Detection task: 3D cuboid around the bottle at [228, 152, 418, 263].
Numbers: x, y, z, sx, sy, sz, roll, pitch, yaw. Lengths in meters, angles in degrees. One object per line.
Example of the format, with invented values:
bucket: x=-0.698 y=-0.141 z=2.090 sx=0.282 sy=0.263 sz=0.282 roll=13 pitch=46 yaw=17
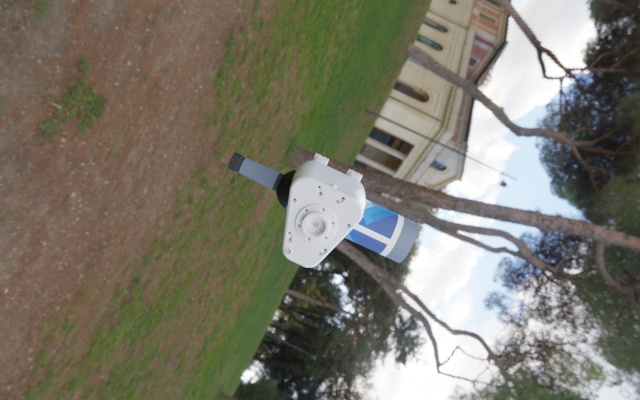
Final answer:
bottle: x=0.000 y=0.002 z=0.722 sx=0.296 sy=0.069 sz=0.069 roll=25 pitch=-1 yaw=-2
